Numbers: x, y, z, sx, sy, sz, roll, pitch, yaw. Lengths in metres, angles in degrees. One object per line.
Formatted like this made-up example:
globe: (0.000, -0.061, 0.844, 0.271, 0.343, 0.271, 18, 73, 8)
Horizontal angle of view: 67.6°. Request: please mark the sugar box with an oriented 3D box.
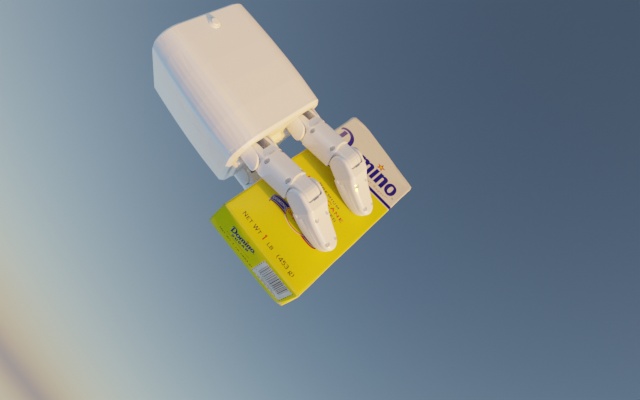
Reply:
sugar box: (0.000, 0.001, 0.426, 0.176, 0.093, 0.048, -40, 3, -36)
